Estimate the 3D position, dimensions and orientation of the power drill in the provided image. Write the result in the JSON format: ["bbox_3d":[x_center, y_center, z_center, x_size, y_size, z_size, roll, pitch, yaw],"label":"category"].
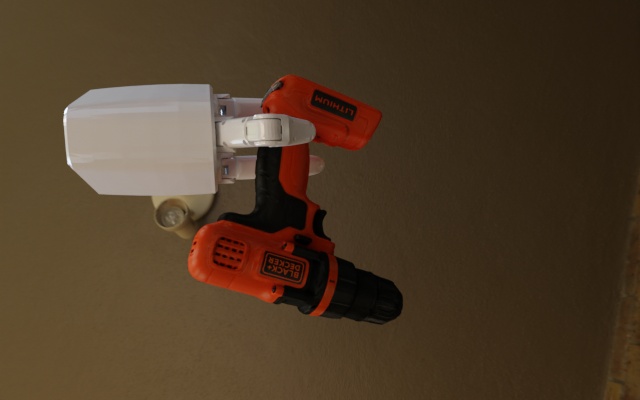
[{"bbox_3d":[0.000,0.001,0.407,0.184,0.187,0.057,19,-21,-20],"label":"power drill"}]
